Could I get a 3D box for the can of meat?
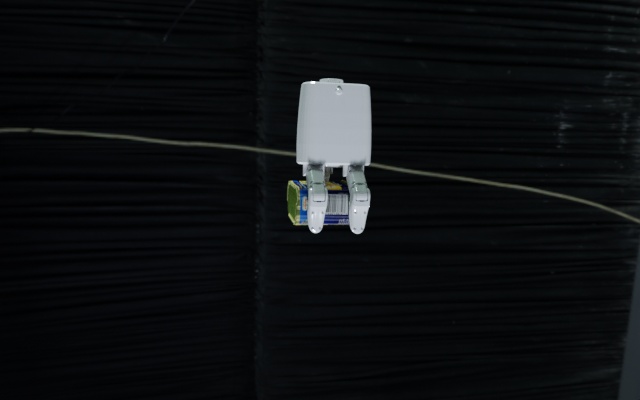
[{"bbox_3d":[0.000,0.002,0.669,0.084,0.057,0.102,1,9,-11],"label":"can of meat"}]
